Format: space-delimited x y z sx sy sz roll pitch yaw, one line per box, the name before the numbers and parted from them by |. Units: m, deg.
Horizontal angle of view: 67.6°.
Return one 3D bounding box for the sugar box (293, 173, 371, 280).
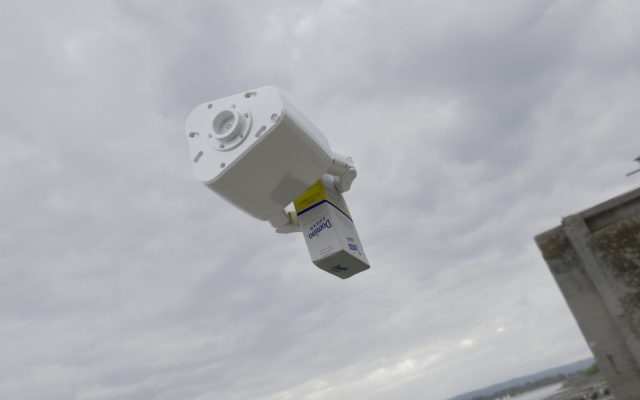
sugar box | 0.000 0.002 0.579 0.048 0.176 0.093 -25 -28 16
